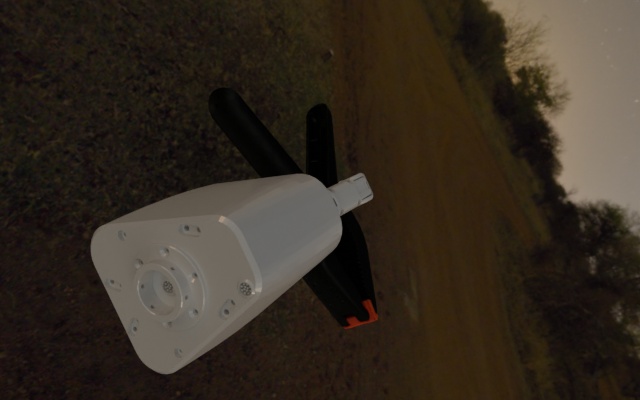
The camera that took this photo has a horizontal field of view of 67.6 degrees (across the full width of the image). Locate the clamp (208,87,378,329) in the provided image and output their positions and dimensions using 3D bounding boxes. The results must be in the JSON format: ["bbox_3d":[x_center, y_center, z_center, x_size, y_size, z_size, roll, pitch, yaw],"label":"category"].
[{"bbox_3d":[0.001,0.002,0.405,0.036,0.210,0.164,-24,2,29],"label":"clamp"}]
